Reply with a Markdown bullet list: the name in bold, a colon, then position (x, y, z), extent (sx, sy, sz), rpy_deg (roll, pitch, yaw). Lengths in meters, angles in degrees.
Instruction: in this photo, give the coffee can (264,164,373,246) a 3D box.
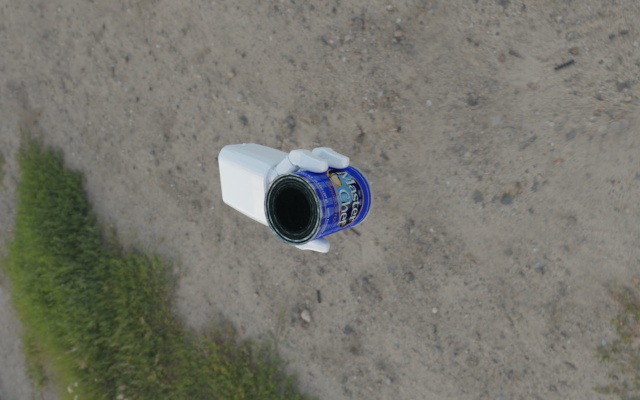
- **coffee can**: position (0.000, 0.002, 0.711), extent (0.103, 0.103, 0.140), rpy_deg (0, 9, 36)
